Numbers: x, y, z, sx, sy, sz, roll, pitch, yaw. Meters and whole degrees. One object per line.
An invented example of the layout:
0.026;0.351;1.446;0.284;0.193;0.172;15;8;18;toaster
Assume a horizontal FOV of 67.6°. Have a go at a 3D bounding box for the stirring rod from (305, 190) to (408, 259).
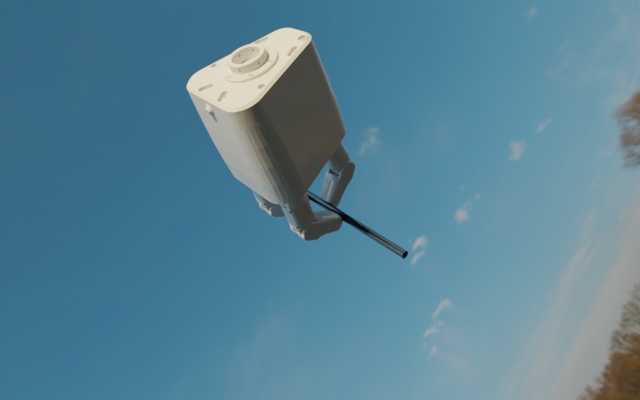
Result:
0.000;0.002;0.518;0.011;0.011;0.239;0;24;-45;stirring rod
